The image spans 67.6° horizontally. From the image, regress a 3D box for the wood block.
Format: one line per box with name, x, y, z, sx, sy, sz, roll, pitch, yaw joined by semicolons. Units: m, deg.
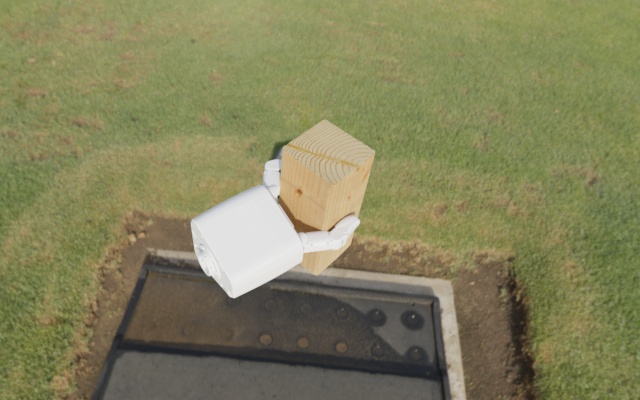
wood block;0.000;0.003;0.690;0.091;0.206;0.090;37;54;22
